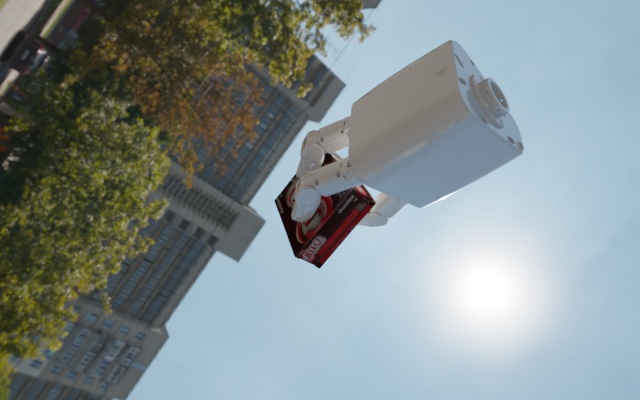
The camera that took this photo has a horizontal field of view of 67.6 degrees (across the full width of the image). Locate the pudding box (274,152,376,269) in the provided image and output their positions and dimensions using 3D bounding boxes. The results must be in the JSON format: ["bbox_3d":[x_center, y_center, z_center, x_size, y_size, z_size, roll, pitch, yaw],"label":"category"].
[{"bbox_3d":[0.000,0.002,0.497,0.039,0.090,0.113,32,16,-28],"label":"pudding box"}]
